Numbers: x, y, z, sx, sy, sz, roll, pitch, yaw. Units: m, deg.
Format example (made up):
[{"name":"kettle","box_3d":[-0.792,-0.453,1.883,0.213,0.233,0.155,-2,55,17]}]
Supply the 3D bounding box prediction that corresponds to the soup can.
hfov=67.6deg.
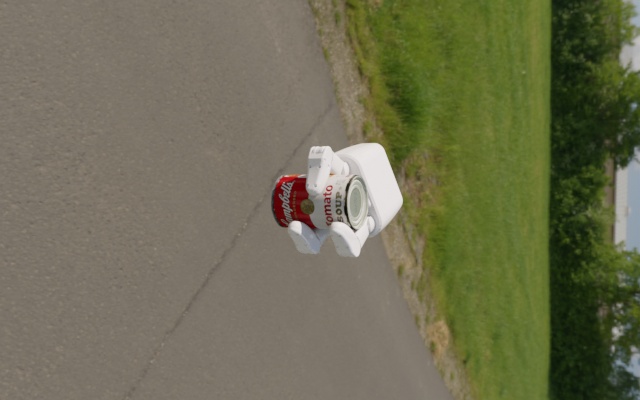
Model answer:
[{"name":"soup can","box_3d":[0.000,0.002,0.586,0.102,0.068,0.068,1,1,27]}]
